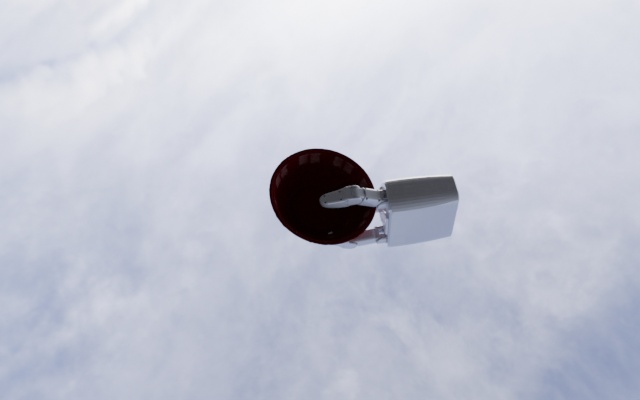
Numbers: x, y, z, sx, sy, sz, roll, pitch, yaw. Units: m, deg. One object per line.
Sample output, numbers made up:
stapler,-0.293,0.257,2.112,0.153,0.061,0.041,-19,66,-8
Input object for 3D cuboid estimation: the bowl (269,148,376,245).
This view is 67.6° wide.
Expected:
bowl,-0.001,0.002,0.723,0.162,0.162,0.055,0,-28,-13
